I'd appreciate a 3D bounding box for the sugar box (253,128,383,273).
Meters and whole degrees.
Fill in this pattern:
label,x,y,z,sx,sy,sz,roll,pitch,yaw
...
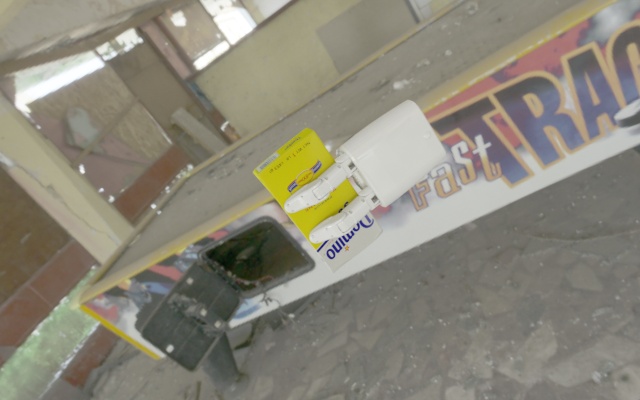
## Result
label,x,y,z,sx,sy,sz,roll,pitch,yaw
sugar box,0.000,0.002,0.635,0.093,0.176,0.048,-39,20,-4
